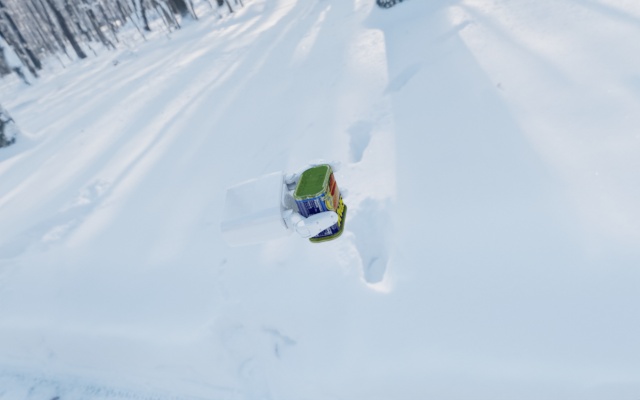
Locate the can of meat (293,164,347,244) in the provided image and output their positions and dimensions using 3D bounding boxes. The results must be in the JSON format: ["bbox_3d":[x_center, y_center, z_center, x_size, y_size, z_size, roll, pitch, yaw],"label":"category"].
[{"bbox_3d":[0.000,0.002,0.749,0.057,0.084,0.102,-12,29,17],"label":"can of meat"}]
